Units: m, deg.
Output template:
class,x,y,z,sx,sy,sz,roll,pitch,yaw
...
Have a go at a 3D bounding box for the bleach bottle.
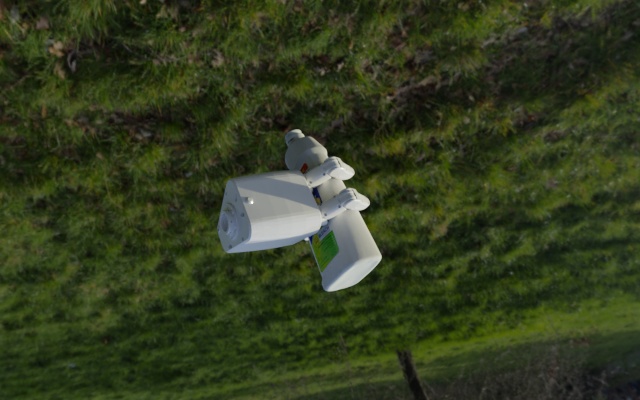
class,x,y,z,sx,sy,sz,roll,pitch,yaw
bleach bottle,0.000,0.002,0.724,0.068,0.250,0.103,-7,-30,-33
